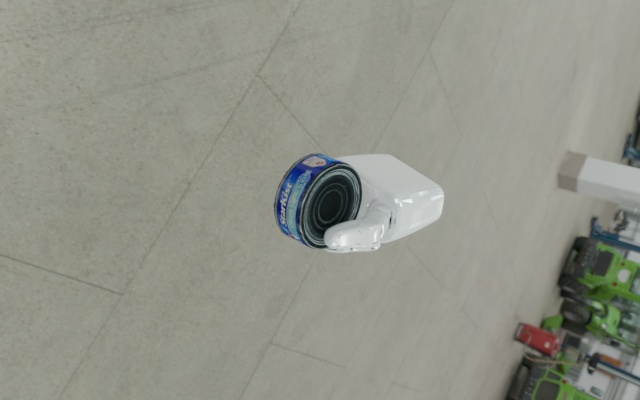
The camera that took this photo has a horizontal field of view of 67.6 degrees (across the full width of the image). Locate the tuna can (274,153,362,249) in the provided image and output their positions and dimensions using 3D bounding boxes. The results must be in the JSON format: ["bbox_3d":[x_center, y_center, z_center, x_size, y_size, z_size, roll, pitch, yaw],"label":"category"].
[{"bbox_3d":[0.000,0.002,0.444,0.033,0.086,0.086,24,16,40],"label":"tuna can"}]
